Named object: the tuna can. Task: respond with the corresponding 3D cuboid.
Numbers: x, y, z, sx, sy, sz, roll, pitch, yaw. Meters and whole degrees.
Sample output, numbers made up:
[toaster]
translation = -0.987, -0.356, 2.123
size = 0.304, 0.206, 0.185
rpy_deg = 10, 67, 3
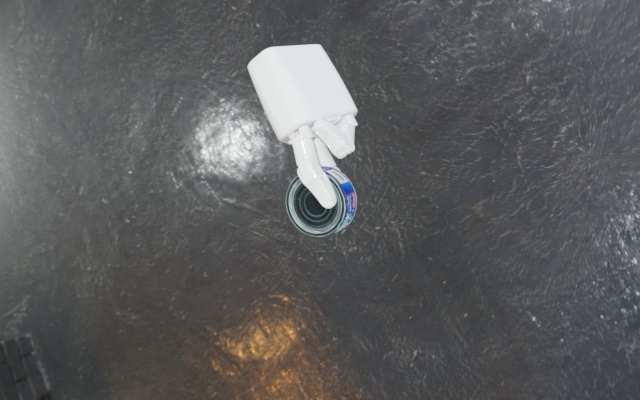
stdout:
[tuna can]
translation = 0.000, 0.002, 0.595
size = 0.086, 0.086, 0.033
rpy_deg = 0, 9, 27
